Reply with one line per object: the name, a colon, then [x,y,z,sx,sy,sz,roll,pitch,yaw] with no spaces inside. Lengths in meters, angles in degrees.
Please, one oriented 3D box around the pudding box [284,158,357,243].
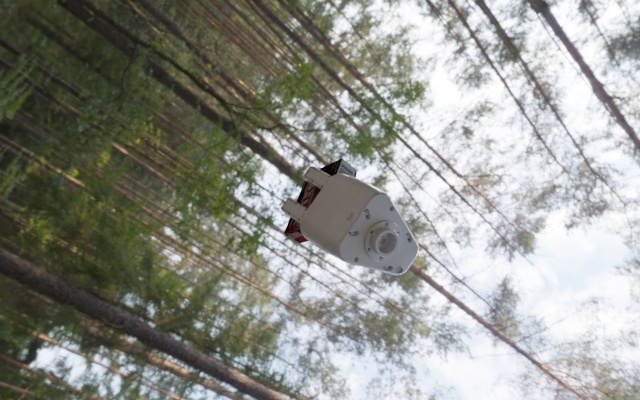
pudding box: [0.000,0.002,0.701,0.039,0.113,0.090,37,-32,-25]
